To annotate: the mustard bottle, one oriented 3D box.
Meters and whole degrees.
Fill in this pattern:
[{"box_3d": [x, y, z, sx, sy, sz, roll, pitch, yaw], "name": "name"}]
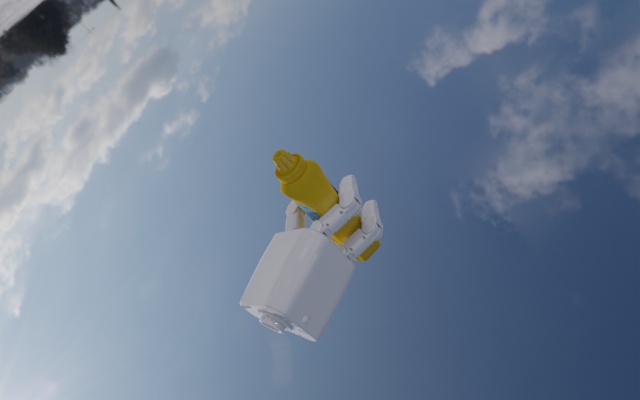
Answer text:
[{"box_3d": [0.000, 0.002, 0.634, 0.192, 0.058, 0.096, 47, -5, -36], "name": "mustard bottle"}]
